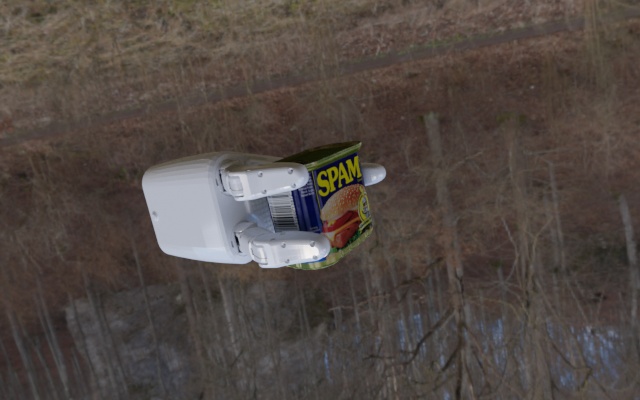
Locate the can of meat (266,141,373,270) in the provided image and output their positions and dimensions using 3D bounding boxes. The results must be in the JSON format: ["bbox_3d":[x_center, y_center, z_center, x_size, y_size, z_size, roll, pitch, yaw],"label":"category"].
[{"bbox_3d":[0.000,0.002,0.407,0.057,0.084,0.102,-3,15,34],"label":"can of meat"}]
